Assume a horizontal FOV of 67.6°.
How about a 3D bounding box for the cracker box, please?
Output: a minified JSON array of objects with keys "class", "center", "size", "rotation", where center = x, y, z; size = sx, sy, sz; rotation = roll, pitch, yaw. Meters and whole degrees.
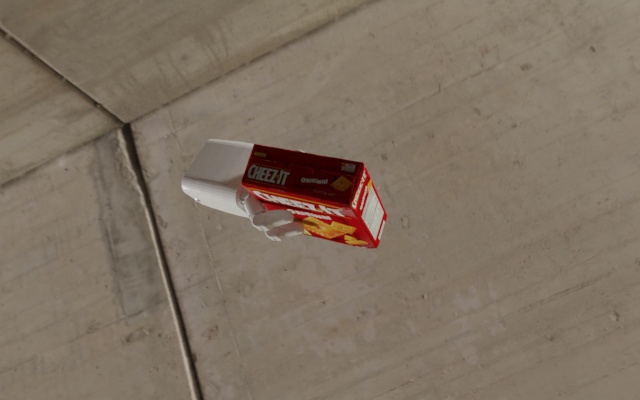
[{"class":"cracker box","center":[0.000,0.002,0.720],"size":[0.164,0.072,0.214],"rotation":[11,-16,20]}]
